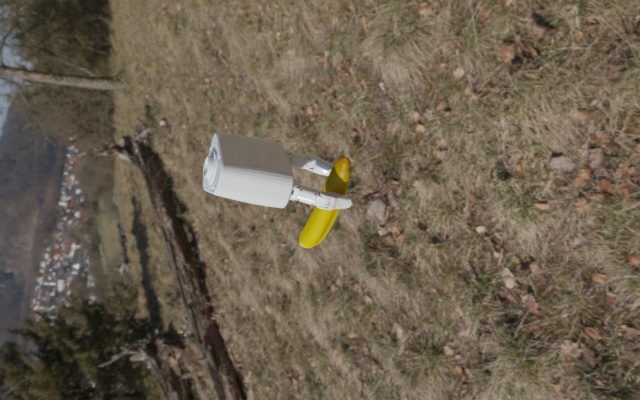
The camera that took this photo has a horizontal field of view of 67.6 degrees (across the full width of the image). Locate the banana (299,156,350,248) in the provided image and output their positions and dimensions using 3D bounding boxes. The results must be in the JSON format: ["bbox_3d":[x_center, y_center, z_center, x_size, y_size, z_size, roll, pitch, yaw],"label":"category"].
[{"bbox_3d":[0.002,0.018,0.771,0.037,0.069,0.198,10,-46,-22],"label":"banana"}]
